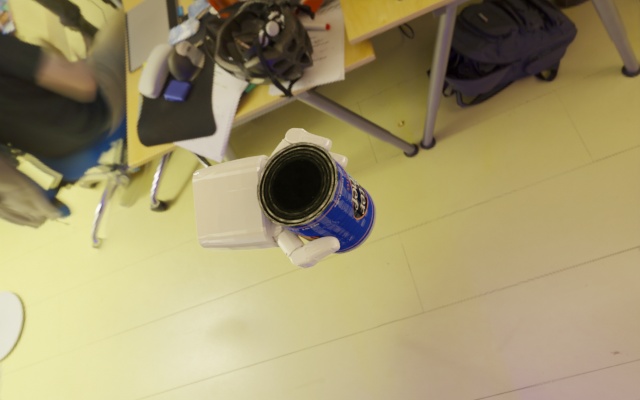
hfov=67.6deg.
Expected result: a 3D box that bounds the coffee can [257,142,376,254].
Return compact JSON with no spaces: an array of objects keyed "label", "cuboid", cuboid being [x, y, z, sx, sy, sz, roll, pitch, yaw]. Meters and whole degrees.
[{"label":"coffee can","cuboid":[0.000,0.002,0.598,0.103,0.102,0.140,0,-18,25]}]
